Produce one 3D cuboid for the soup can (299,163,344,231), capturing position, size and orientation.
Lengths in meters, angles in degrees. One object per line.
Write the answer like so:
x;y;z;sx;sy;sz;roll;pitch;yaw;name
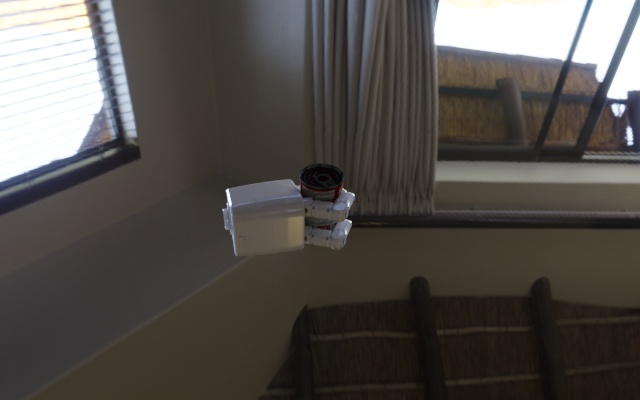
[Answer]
0.001;0.003;0.754;0.068;0.102;0.068;2;36;-1;soup can
